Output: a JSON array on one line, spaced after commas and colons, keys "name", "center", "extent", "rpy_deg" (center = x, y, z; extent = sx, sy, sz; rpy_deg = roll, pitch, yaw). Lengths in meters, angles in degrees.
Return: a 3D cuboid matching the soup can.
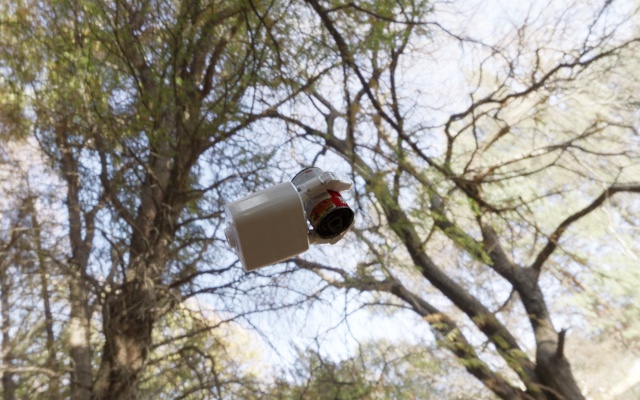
[{"name": "soup can", "center": [0.000, 0.002, 0.763], "extent": [0.068, 0.068, 0.102], "rpy_deg": [0, 41, -37]}]
